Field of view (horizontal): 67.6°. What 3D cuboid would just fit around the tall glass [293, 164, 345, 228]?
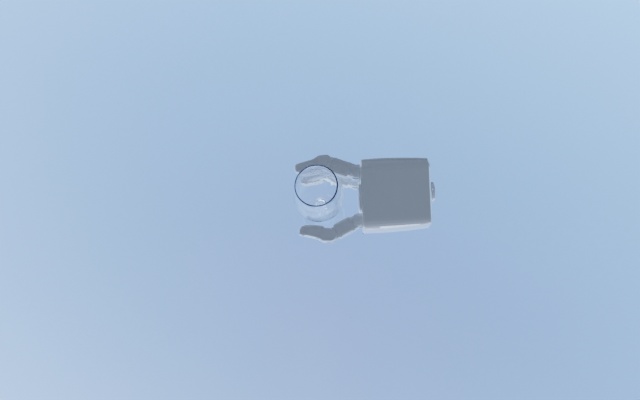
[{"bbox_3d":[0.000,0.003,0.760,0.079,0.079,0.201,0,-14,4],"label":"tall glass"}]
